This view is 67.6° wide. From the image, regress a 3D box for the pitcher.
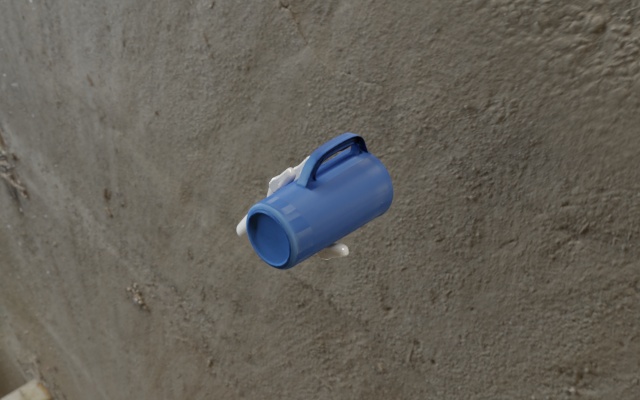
[{"bbox_3d":[0.000,0.003,0.772,0.242,0.149,0.145,-30,-3,-43],"label":"pitcher"}]
